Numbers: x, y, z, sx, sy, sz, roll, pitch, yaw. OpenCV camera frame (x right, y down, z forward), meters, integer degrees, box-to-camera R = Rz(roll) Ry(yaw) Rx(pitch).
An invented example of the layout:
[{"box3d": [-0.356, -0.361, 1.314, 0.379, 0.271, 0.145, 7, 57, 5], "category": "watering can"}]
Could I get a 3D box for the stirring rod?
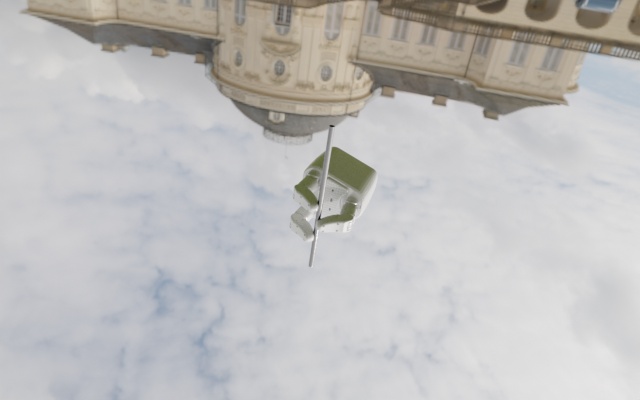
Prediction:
[{"box3d": [0.000, 0.002, 0.703, 0.011, 0.240, 0.011, 6, 31, -4], "category": "stirring rod"}]
